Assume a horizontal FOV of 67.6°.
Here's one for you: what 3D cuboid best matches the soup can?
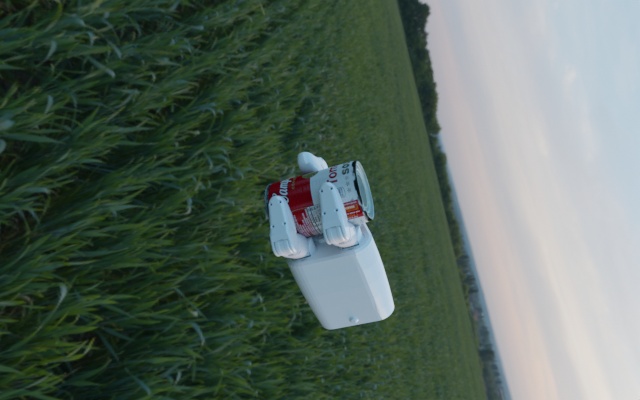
[{"bbox_3d":[0.000,0.001,0.517,0.102,0.068,0.068,-15,-4,15],"label":"soup can"}]
